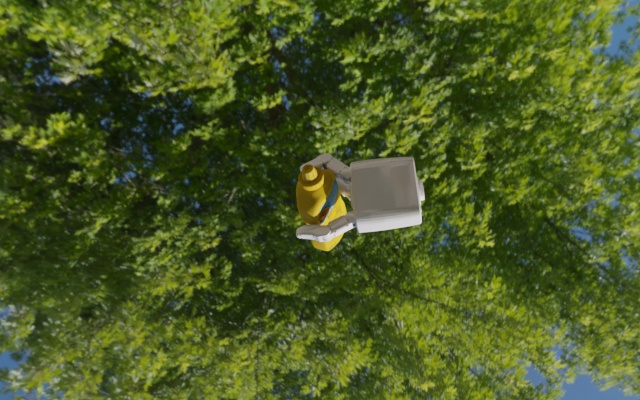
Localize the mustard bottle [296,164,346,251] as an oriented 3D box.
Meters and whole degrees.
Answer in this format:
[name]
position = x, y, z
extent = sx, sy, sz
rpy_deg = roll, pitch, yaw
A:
[mustard bottle]
position = 0.000, 0.003, 0.815
extent = 0.058, 0.096, 0.192
rpy_deg = 15, -28, 22
